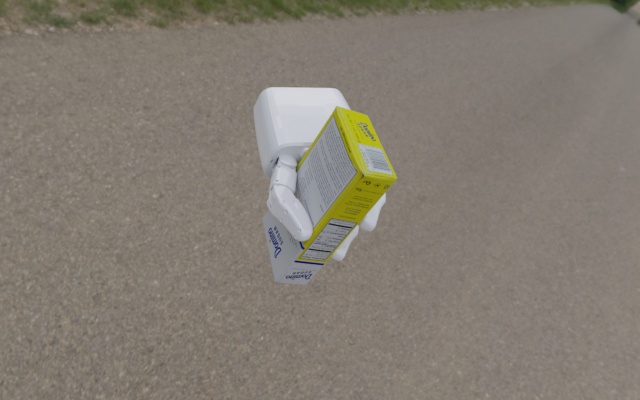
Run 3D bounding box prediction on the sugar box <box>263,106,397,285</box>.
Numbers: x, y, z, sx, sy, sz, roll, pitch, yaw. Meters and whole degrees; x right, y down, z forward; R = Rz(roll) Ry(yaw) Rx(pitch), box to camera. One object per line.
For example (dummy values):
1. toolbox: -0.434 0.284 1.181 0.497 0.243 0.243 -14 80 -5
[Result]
1. sugar box: 0.001 0.002 0.493 0.048 0.093 0.176 9 -45 -29
